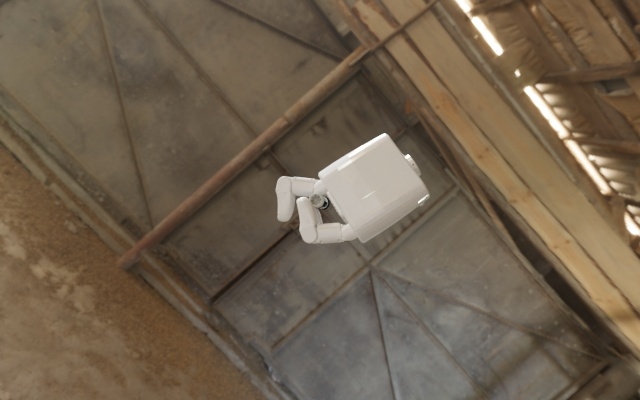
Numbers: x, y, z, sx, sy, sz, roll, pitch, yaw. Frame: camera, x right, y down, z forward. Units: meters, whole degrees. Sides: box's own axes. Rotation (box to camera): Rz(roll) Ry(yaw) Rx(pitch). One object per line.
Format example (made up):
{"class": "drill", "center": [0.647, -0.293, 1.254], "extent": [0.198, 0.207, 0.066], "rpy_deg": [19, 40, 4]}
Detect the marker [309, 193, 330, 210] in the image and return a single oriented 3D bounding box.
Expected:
{"class": "marker", "center": [0.000, 0.002, 0.672], "extent": [0.020, 0.020, 0.121], "rpy_deg": [0, -3, 5]}
